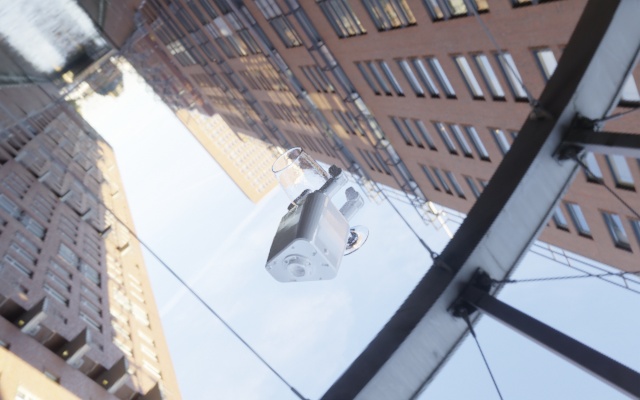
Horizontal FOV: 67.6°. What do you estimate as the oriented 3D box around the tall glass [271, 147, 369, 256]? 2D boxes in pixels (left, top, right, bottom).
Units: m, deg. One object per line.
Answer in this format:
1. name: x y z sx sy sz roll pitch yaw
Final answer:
1. tall glass: 0.000 0.003 0.818 0.079 0.201 0.079 -30 27 17
